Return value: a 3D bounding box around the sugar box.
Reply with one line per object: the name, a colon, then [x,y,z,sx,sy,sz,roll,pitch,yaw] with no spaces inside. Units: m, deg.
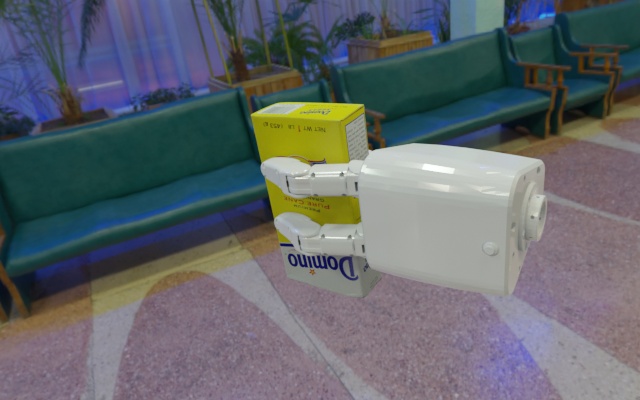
sugar box: [0.000,0.002,0.434,0.093,0.176,0.048,10,31,33]
